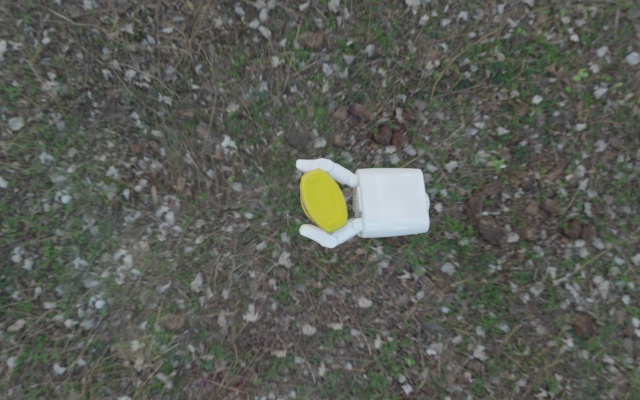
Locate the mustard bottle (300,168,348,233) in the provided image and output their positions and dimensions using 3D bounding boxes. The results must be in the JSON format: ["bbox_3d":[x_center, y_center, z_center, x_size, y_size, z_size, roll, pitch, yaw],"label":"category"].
[{"bbox_3d":[0.000,0.003,0.789,0.058,0.096,0.191,-28,0,-4],"label":"mustard bottle"}]
